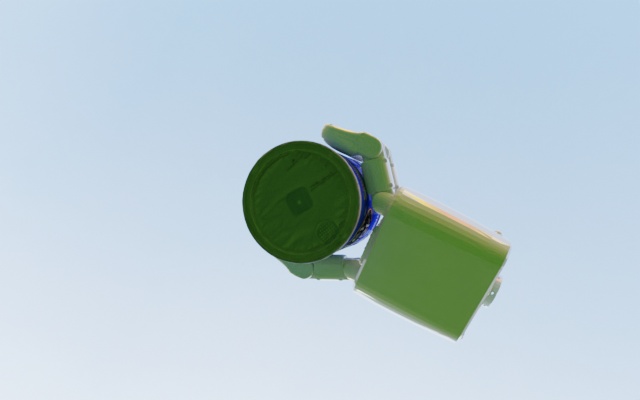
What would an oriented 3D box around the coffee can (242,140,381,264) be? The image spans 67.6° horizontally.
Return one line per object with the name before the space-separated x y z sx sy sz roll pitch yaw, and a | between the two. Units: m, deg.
coffee can | 0.000 0.001 0.461 0.103 0.103 0.140 0 0 15
